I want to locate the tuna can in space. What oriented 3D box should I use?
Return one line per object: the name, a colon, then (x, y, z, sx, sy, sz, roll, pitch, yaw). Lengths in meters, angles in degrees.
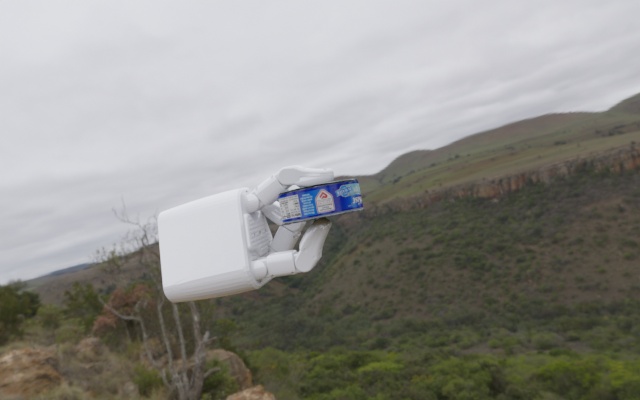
tuna can: (0.000, 0.001, 0.493, 0.086, 0.034, 0.086, -11, -1, 0)
